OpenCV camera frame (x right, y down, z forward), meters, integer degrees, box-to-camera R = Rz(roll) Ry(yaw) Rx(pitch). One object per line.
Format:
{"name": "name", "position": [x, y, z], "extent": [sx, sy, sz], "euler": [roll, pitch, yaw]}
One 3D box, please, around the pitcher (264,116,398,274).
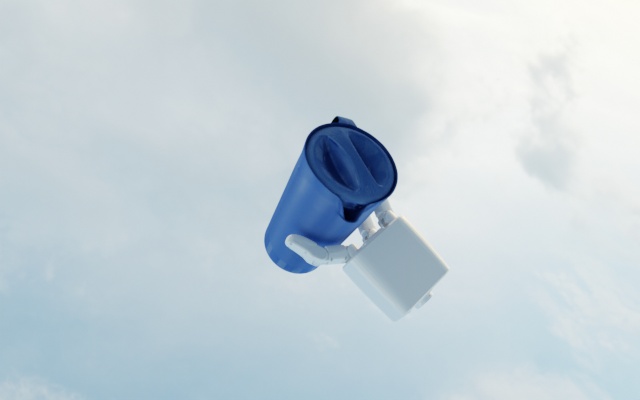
{"name": "pitcher", "position": [0.000, 0.002, 0.710], "extent": [0.149, 0.145, 0.243], "euler": [-36, -13, -39]}
